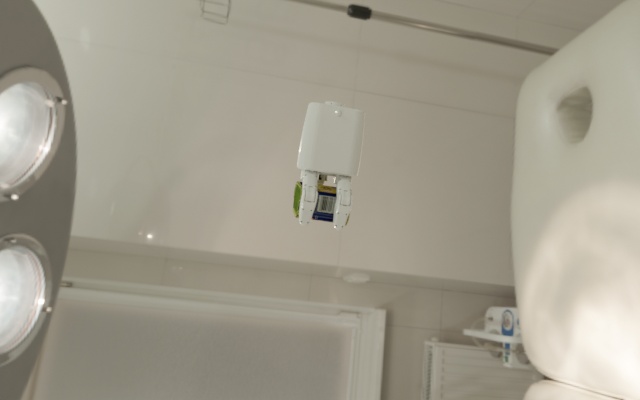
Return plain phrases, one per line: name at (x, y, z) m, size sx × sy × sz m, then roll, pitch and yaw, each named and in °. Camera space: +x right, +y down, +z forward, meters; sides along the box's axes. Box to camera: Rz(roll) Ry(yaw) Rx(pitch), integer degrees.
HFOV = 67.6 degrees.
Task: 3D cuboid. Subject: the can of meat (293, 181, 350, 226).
can of meat at (0.000, 0.003, 0.797) m, size 0.084 × 0.057 × 0.102 m, roll 8°, pitch 8°, yaw -9°
